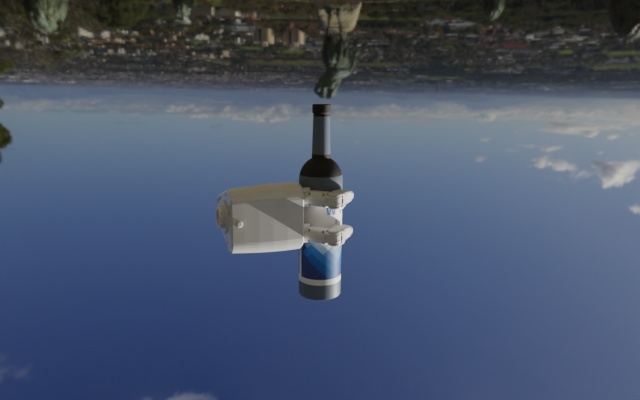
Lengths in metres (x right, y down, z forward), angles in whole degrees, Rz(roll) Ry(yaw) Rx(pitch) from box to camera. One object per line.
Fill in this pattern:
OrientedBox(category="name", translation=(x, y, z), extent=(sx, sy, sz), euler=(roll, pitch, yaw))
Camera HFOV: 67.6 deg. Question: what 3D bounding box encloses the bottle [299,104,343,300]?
OrientedBox(category="bottle", translation=(0.000, 0.003, 0.732), extent=(0.069, 0.296, 0.069), euler=(1, 12, 0))
